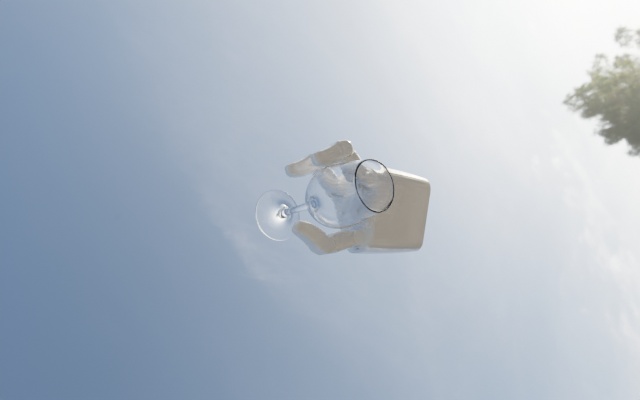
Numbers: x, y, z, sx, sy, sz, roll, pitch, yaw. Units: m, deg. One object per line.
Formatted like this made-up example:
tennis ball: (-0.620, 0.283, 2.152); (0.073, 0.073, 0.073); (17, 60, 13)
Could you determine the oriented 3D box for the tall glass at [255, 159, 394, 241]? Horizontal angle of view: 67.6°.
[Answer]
tall glass: (0.000, 0.002, 0.604); (0.079, 0.079, 0.201); (0, -11, -38)
